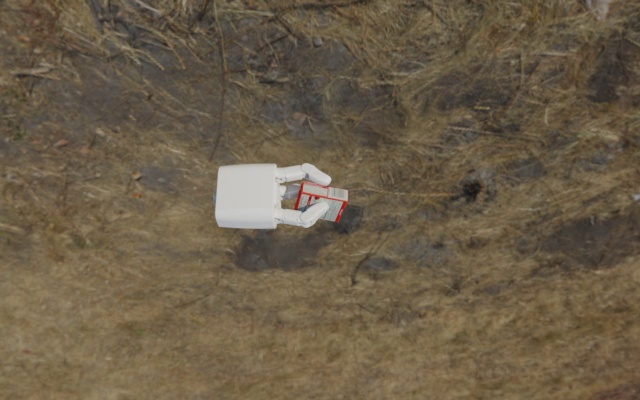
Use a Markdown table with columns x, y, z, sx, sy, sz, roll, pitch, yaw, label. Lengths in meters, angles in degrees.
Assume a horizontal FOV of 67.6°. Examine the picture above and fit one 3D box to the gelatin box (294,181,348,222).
| x | y | z | sx | sy | sz | roll | pitch | yaw | label |
| --- | --- | --- | --- | --- | --- | --- | --- | --- | --- |
| 0.000 | 0.003 | 0.886 | 0.089 | 0.030 | 0.073 | 11 | -36 | -7 | gelatin box |
